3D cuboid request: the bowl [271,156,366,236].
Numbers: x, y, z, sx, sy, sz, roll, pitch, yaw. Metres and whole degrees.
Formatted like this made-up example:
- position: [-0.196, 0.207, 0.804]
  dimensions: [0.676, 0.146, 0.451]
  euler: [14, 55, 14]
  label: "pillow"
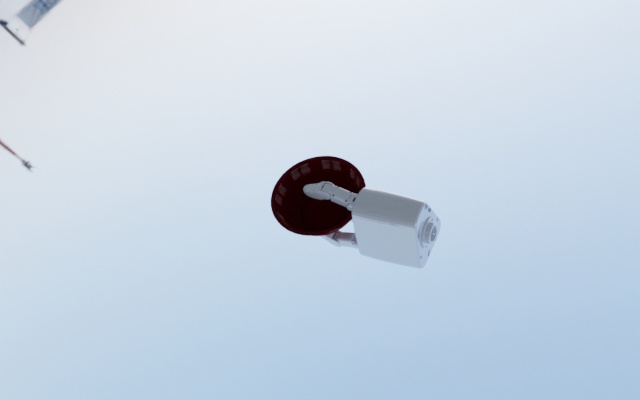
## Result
- position: [-0.001, 0.002, 0.809]
  dimensions: [0.162, 0.162, 0.055]
  euler: [0, -34, 15]
  label: "bowl"
